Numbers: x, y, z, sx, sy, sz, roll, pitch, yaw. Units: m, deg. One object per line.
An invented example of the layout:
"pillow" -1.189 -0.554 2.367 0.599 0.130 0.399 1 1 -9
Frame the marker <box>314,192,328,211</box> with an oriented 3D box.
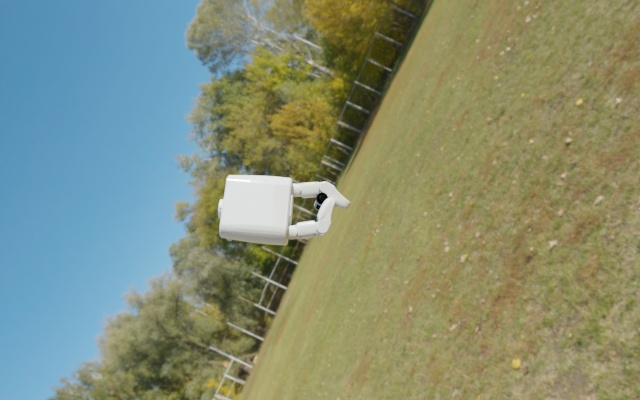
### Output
"marker" 0.000 0.003 0.821 0.020 0.020 0.121 0 -6 -3
